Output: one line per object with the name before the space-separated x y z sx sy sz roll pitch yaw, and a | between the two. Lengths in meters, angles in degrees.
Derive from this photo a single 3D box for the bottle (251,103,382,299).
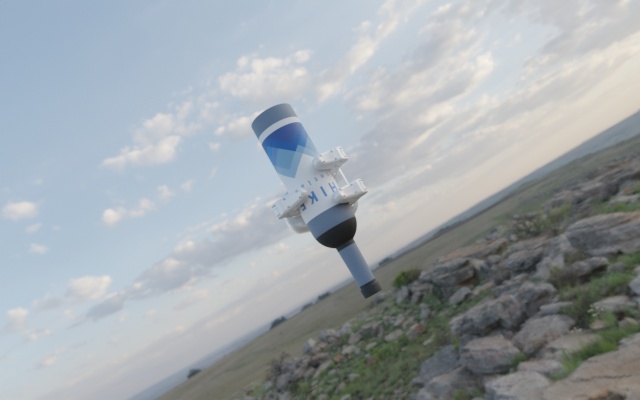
bottle | 0.000 0.002 0.677 0.069 0.295 0.069 -29 -10 -5
